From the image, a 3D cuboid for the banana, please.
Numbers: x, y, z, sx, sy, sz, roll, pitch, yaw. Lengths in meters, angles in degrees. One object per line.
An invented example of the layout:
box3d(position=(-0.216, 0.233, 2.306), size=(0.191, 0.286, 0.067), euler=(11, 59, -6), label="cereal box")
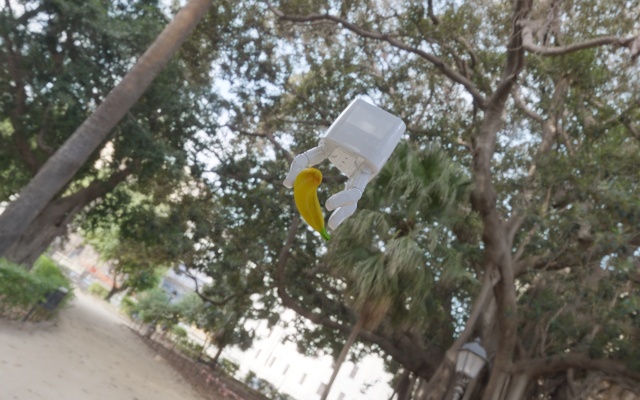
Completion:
box3d(position=(-0.014, -0.004, 0.780), size=(0.069, 0.037, 0.198), euler=(30, -23, 24), label="banana")
